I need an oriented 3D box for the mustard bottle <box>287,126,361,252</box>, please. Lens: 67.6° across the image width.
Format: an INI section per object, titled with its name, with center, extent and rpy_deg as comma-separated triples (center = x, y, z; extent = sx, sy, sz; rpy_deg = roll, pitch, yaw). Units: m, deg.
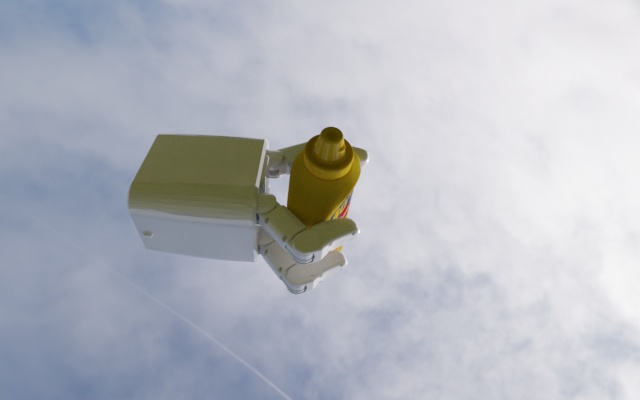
[mustard bottle]
center = 0.000, 0.002, 0.450
extent = 0.058, 0.096, 0.192
rpy_deg = 25, -33, 11
